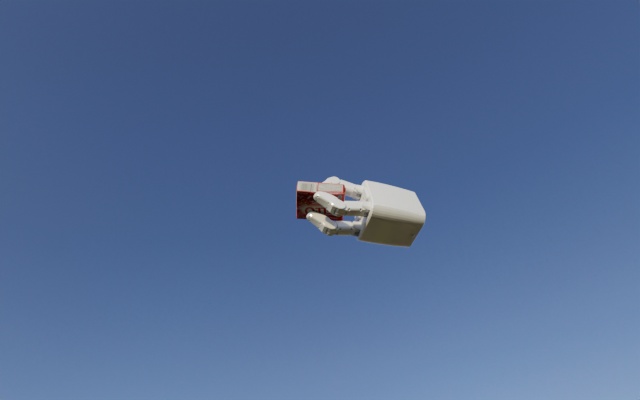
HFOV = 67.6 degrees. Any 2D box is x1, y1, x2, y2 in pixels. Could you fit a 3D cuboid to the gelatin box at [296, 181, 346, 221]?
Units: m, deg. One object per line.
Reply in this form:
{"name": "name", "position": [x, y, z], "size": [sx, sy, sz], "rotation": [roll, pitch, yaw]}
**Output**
{"name": "gelatin box", "position": [0.000, 0.003, 0.884], "size": [0.089, 0.073, 0.030], "rotation": [4, 44, 2]}
